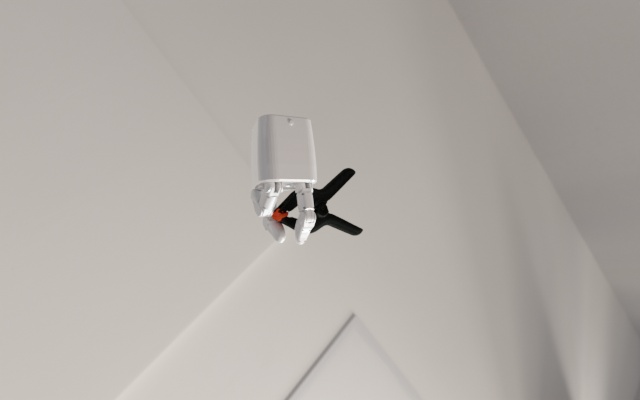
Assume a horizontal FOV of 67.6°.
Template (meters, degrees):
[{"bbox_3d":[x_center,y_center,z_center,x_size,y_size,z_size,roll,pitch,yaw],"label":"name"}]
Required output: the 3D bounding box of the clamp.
[{"bbox_3d":[0.000,0.003,0.816,0.171,0.120,0.039,0,-6,-33],"label":"clamp"}]
